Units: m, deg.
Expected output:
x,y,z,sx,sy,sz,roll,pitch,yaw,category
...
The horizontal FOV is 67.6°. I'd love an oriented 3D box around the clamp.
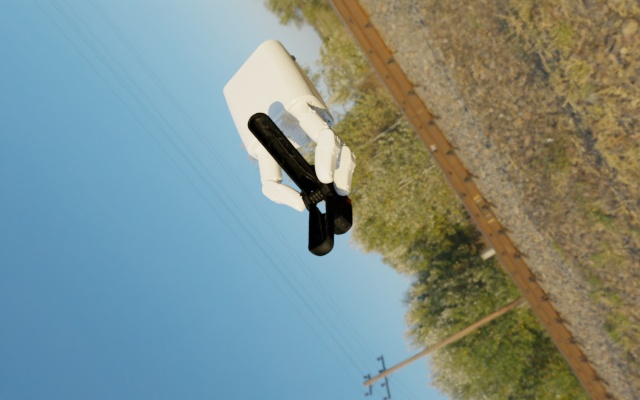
x,y,z,sx,sy,sz,roll,pitch,yaw,category
0.000,0.002,0.551,0.036,0.164,0.210,-30,-24,13,clamp
